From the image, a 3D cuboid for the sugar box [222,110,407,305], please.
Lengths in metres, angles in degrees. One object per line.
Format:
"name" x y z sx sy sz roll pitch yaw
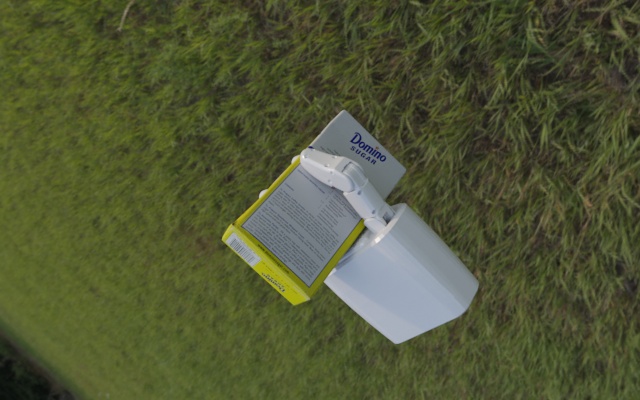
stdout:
"sugar box" 0.000 0.002 0.457 0.176 0.093 0.048 -49 5 -33
